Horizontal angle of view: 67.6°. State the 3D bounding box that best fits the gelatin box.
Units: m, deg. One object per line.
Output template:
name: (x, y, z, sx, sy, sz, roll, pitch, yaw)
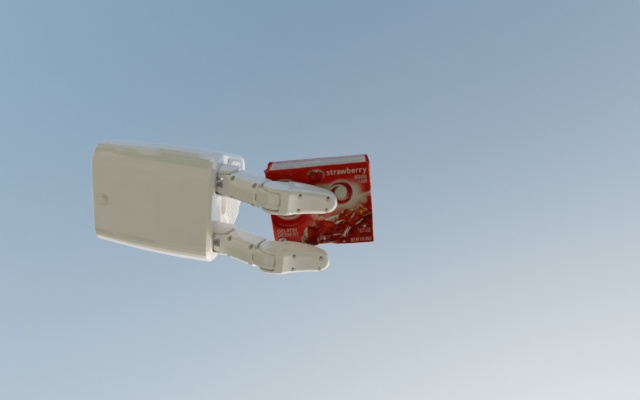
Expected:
gelatin box: (0.000, 0.001, 0.414, 0.089, 0.073, 0.030, -4, 20, 3)
